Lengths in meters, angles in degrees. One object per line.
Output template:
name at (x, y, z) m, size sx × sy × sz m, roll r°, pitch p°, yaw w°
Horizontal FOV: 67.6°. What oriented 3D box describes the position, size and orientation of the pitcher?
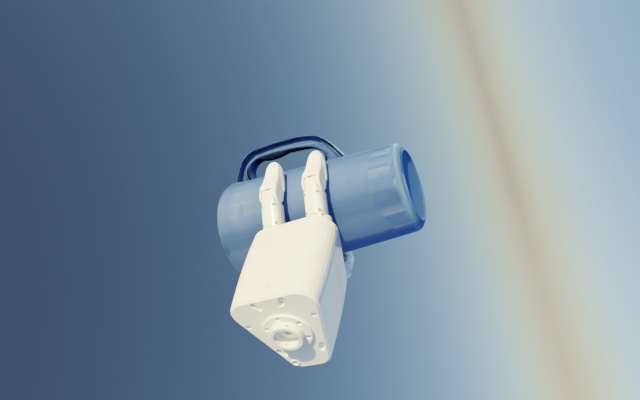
pitcher at (0.000, 0.002, 0.607) m, size 0.243 × 0.149 × 0.145 m, roll -16°, pitch 31°, yaw 22°
